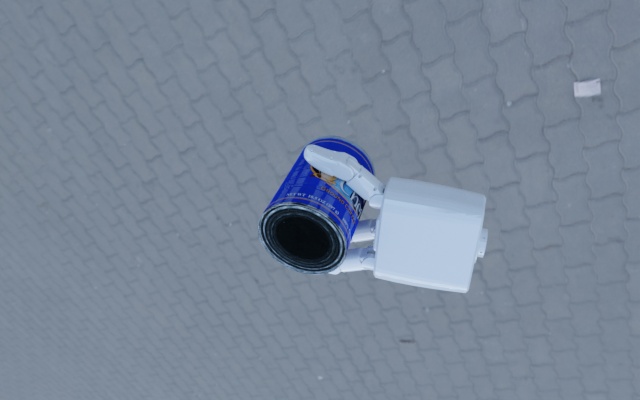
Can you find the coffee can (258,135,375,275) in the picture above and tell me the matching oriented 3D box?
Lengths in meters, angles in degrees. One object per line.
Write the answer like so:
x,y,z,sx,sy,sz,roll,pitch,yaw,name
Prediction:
0.000,0.002,0.565,0.103,0.103,0.140,0,37,22,coffee can
